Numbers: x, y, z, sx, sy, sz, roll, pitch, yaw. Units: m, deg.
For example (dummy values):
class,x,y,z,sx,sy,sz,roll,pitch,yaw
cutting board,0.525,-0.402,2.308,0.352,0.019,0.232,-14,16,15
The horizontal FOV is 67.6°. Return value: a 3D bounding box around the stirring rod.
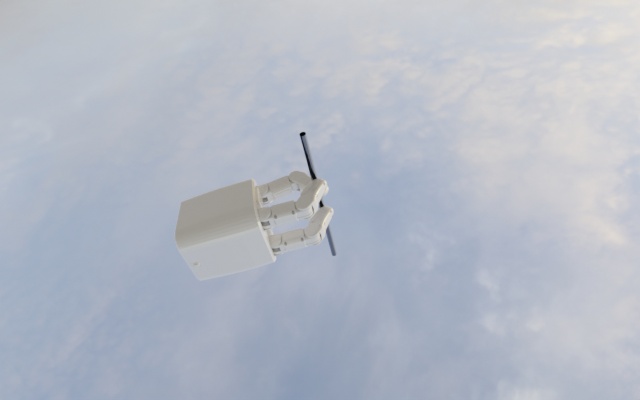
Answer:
class,x,y,z,sx,sy,sz,roll,pitch,yaw
stirring rod,0.000,0.002,0.647,0.011,0.011,0.240,0,-42,14
